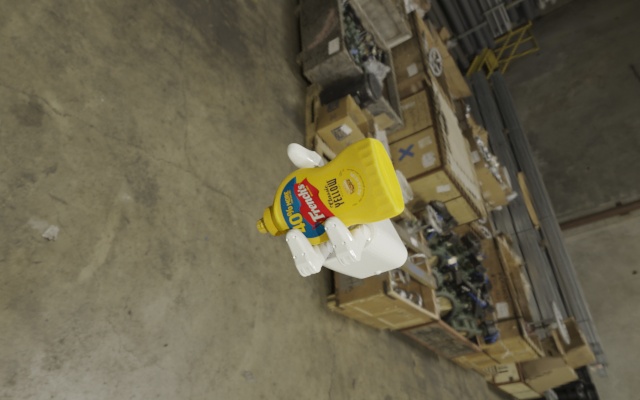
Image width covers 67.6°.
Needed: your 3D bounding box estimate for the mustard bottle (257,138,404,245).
[{"bbox_3d":[0.000,0.002,0.590,0.192,0.096,0.058,-23,-7,26],"label":"mustard bottle"}]
